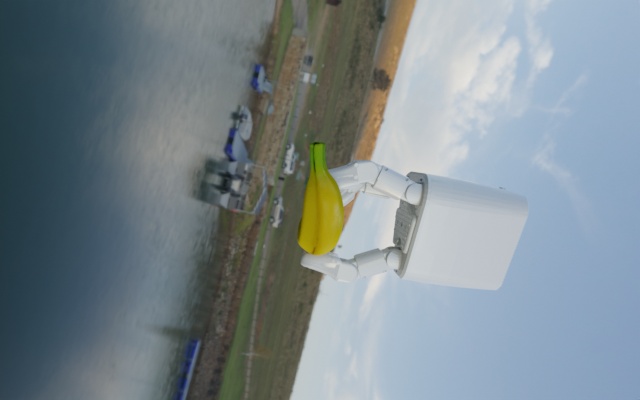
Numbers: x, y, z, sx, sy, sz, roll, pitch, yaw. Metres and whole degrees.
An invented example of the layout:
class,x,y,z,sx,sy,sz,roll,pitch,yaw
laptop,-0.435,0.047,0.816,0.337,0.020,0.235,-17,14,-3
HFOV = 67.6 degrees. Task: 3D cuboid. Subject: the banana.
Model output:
class,x,y,z,sx,sy,sz,roll,pitch,yaw
banana,-0.001,0.018,0.449,0.037,0.069,0.198,6,-20,-4
